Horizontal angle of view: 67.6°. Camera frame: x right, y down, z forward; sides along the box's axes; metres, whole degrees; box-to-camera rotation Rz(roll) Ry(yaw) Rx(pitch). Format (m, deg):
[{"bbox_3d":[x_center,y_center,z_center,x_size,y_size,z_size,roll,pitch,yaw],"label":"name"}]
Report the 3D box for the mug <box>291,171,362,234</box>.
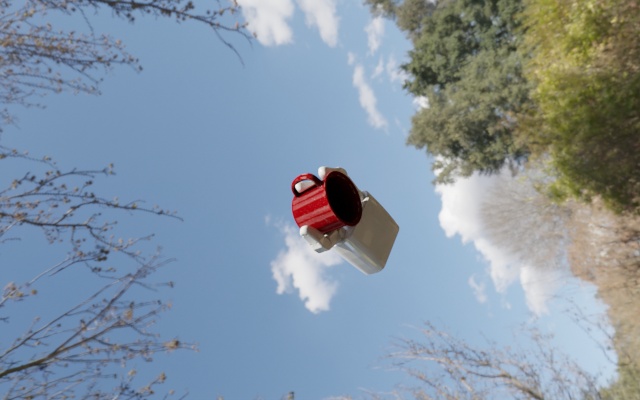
[{"bbox_3d":[-0.001,0.002,0.767,0.081,0.093,0.117,-24,-54,35],"label":"mug"}]
